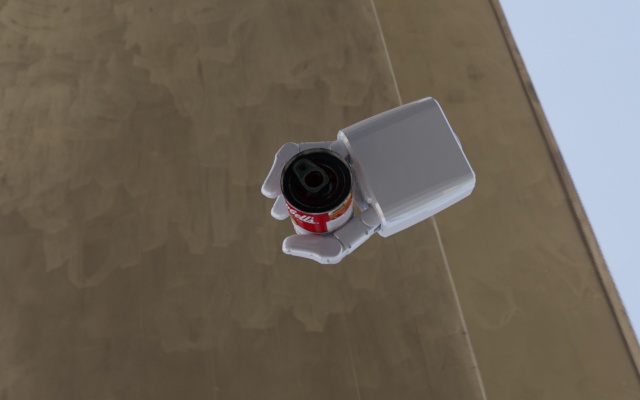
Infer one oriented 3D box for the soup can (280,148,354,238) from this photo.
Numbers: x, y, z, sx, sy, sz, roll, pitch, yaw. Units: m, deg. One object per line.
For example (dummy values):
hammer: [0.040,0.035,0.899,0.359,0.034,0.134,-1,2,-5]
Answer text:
soup can: [0.000,0.002,0.482,0.068,0.068,0.102,0,-24,5]
